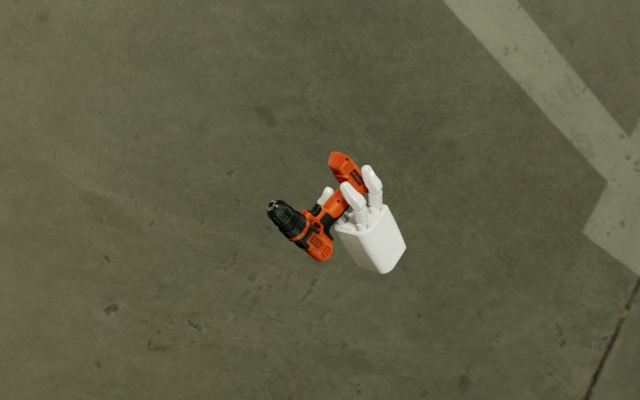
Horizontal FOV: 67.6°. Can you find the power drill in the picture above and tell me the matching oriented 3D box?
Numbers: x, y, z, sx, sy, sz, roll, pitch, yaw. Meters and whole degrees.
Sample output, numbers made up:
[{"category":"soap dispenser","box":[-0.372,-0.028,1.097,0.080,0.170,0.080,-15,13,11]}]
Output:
[{"category":"power drill","box":[0.001,0.003,0.898,0.057,0.187,0.184,26,-15,45]}]
